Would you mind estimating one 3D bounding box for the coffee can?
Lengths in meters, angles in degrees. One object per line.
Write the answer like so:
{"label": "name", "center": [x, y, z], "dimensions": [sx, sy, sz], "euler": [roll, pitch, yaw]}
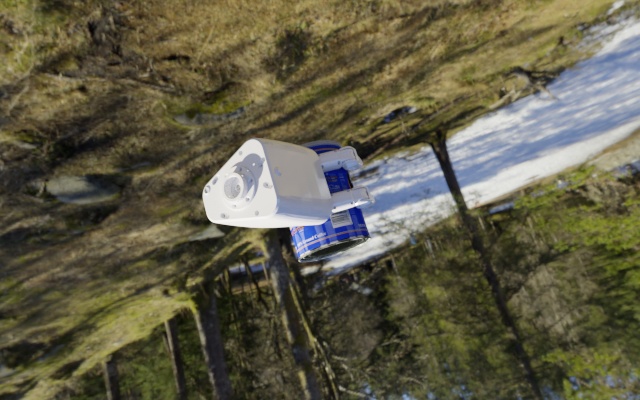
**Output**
{"label": "coffee can", "center": [0.000, 0.002, 0.656], "dimensions": [0.103, 0.140, 0.103], "euler": [-16, -14, -4]}
